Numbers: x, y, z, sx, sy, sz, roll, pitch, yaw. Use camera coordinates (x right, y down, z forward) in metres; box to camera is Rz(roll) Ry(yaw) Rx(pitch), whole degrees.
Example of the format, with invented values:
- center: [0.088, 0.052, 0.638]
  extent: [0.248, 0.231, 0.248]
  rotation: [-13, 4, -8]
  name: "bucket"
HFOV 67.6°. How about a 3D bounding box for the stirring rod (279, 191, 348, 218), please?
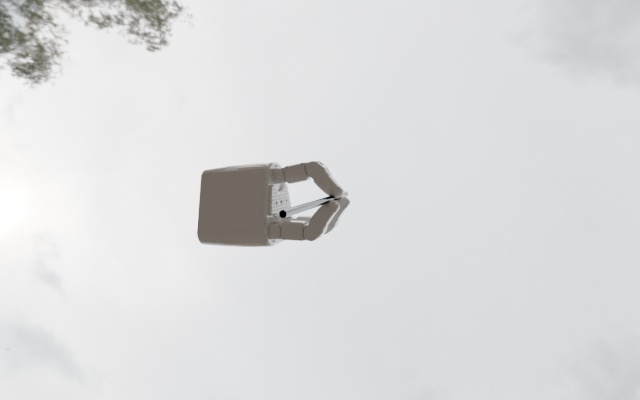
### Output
- center: [0.000, 0.002, 0.570]
  extent: [0.011, 0.011, 0.239]
  rotation: [0, 5, 18]
  name: "stirring rod"
